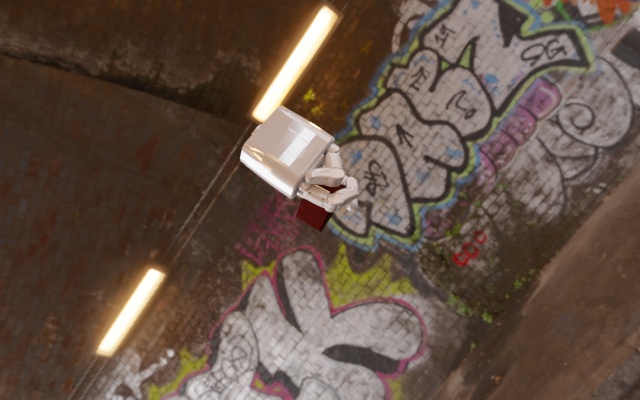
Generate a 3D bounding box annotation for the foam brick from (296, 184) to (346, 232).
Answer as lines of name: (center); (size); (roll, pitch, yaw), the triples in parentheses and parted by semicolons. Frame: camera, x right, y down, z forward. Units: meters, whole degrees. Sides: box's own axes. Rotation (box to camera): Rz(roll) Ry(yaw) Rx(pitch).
foam brick: (0.000, 0.003, 0.787); (0.051, 0.053, 0.078); (30, -38, 5)
